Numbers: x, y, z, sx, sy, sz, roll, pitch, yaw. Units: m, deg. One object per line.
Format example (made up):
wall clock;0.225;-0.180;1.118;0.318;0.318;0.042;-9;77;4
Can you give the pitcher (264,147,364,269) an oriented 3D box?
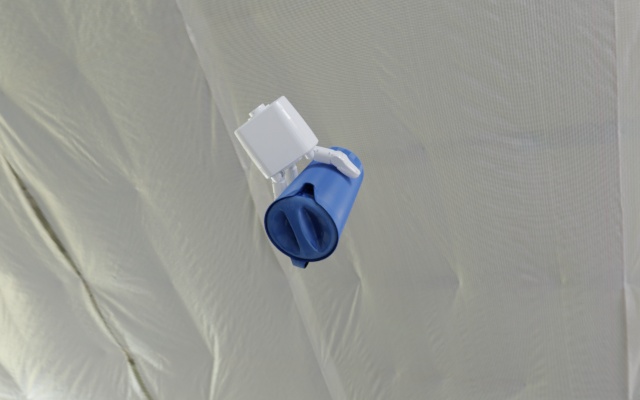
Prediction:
pitcher;0.000;0.003;0.895;0.149;0.145;0.242;-30;15;32
